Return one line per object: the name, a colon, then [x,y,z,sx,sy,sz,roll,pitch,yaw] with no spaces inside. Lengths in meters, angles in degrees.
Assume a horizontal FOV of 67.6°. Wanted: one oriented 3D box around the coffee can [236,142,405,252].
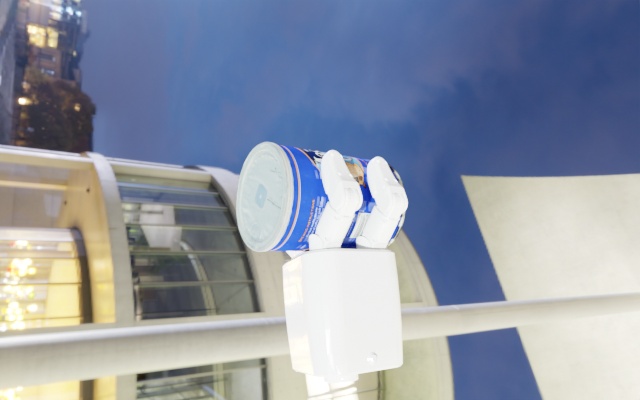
coffee can: [0.000,0.001,0.484,0.140,0.103,0.103,5,-3,-34]
